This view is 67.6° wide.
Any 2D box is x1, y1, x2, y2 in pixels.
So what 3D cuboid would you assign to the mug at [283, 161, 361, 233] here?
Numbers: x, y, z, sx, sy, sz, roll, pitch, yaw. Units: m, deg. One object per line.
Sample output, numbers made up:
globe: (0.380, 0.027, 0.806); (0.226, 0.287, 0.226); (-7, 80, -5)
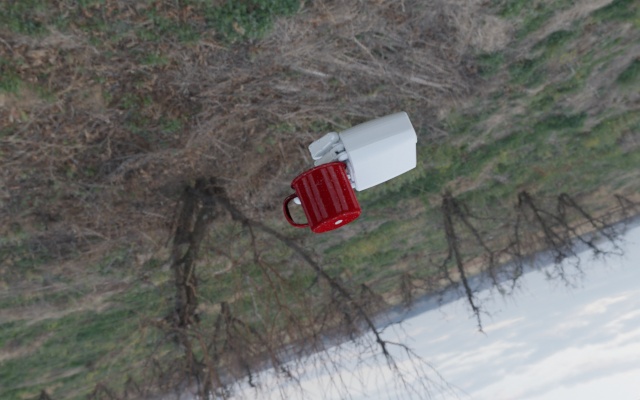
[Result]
mug: (-0.001, 0.003, 0.725); (0.117, 0.081, 0.093); (-22, -15, 1)
